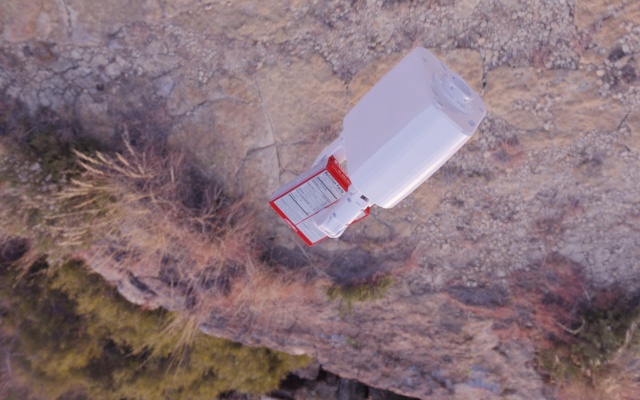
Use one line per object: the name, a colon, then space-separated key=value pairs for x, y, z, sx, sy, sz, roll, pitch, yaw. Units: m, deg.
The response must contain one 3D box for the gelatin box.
gelatin box: x=0.000 y=0.002 z=0.526 sx=0.089 sy=0.073 sz=0.030 roll=-31 pitch=24 yaw=28
